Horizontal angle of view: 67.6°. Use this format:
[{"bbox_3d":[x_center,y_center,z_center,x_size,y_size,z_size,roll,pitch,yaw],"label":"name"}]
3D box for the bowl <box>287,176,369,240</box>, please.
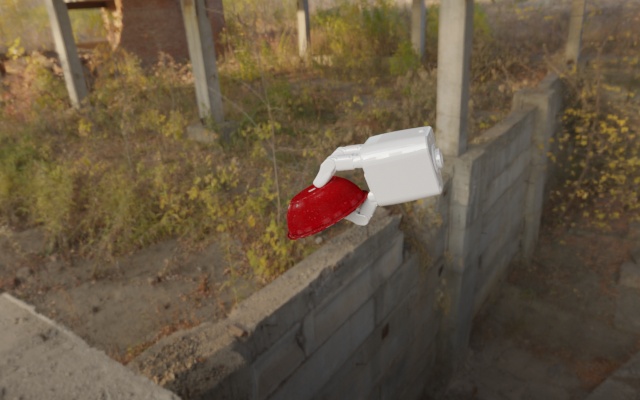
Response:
[{"bbox_3d":[-0.001,0.003,0.828,0.162,0.055,0.162,-29,11,6],"label":"bowl"}]
